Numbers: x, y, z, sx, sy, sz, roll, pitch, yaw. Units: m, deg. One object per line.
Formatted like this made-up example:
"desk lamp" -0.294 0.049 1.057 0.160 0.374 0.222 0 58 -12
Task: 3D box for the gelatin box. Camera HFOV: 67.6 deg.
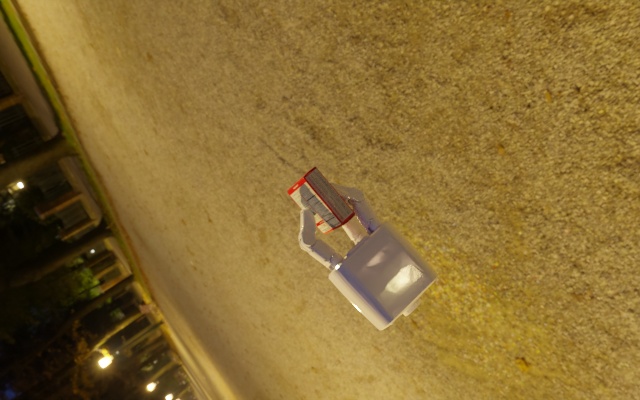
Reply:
"gelatin box" 0.000 0.002 0.687 0.030 0.089 0.073 -43 3 -26
